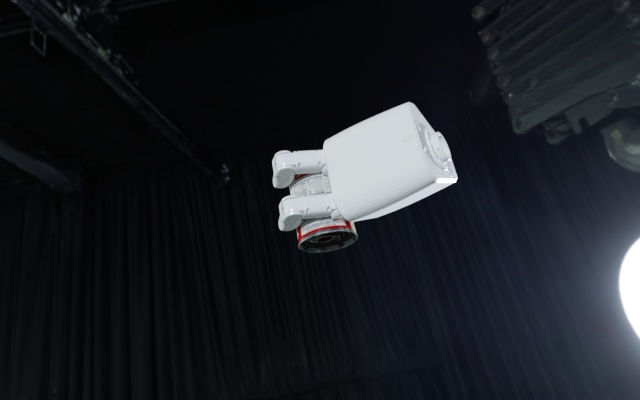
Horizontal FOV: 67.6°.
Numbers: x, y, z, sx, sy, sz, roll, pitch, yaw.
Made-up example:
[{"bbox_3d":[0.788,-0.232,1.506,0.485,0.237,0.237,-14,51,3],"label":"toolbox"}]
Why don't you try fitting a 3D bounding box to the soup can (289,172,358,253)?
[{"bbox_3d":[0.000,0.002,0.559,0.068,0.102,0.068,-9,-23,-4],"label":"soup can"}]
